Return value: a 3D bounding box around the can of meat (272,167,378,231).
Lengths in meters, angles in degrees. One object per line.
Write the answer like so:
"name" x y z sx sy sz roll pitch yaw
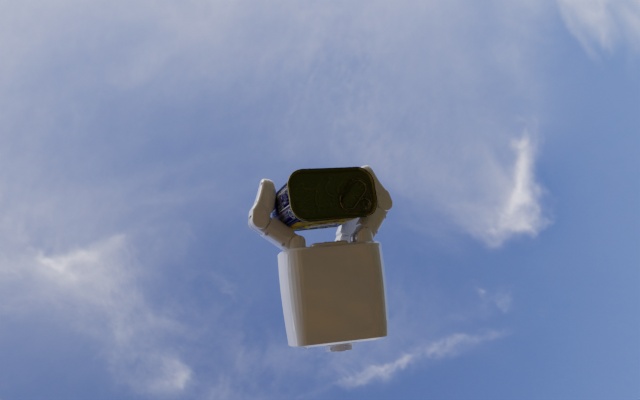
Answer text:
"can of meat" 0.000 0.002 0.546 0.102 0.057 0.084 -4 -12 -22
